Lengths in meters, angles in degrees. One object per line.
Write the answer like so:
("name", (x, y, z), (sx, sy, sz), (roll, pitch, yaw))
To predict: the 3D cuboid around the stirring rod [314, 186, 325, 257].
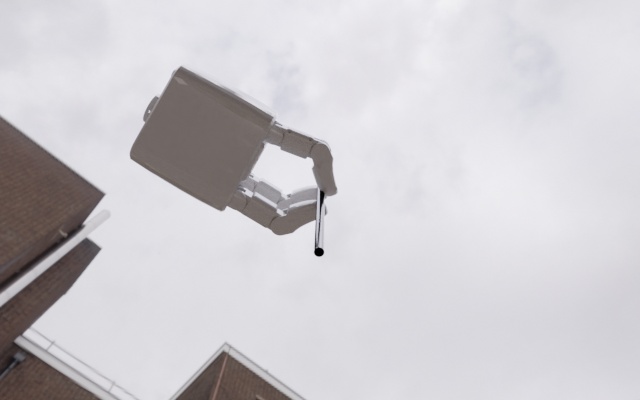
("stirring rod", (0.000, 0.002, 0.474), (0.011, 0.011, 0.239), (0, 18, 1))
